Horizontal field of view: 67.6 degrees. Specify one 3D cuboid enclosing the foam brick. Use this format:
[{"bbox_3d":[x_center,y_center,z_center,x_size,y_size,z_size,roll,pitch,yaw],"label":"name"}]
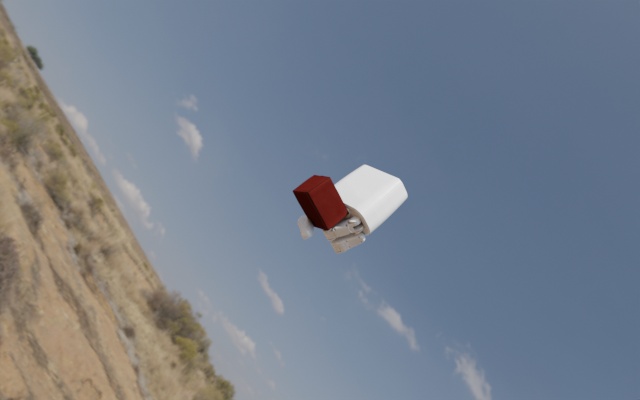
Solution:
[{"bbox_3d":[0.000,0.002,0.800,0.051,0.078,0.053,-38,25,-22],"label":"foam brick"}]
